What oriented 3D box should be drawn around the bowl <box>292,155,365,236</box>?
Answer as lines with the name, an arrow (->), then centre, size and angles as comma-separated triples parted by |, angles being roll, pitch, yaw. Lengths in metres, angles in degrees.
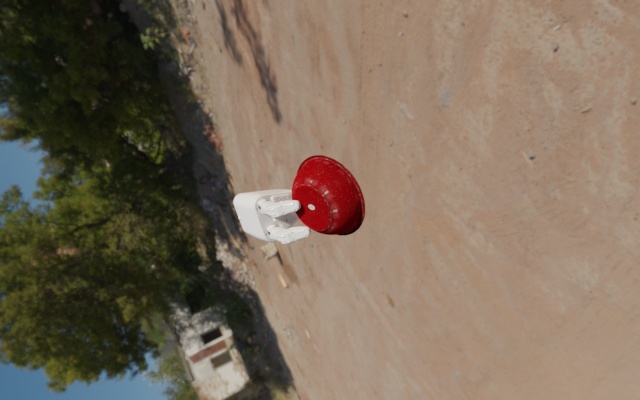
bowl -> 0.001, 0.003, 0.859 | 0.162, 0.162, 0.055 | 0, 25, 44
